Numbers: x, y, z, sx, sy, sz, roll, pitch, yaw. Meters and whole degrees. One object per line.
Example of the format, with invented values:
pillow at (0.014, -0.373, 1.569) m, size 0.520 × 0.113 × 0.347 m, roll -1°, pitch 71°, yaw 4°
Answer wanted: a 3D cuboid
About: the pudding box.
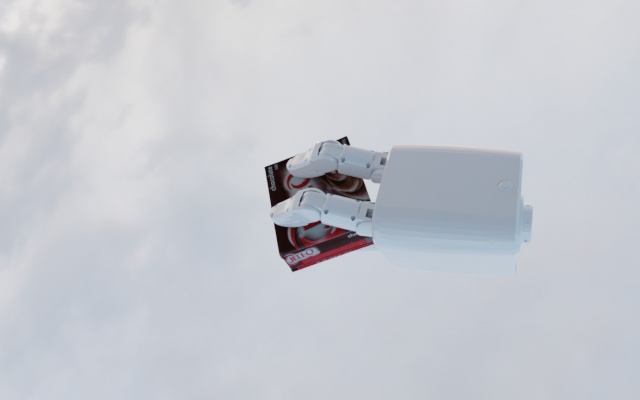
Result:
pudding box at (0.000, 0.002, 0.450) m, size 0.090 × 0.113 × 0.039 m, roll -20°, pitch -42°, yaw 5°
